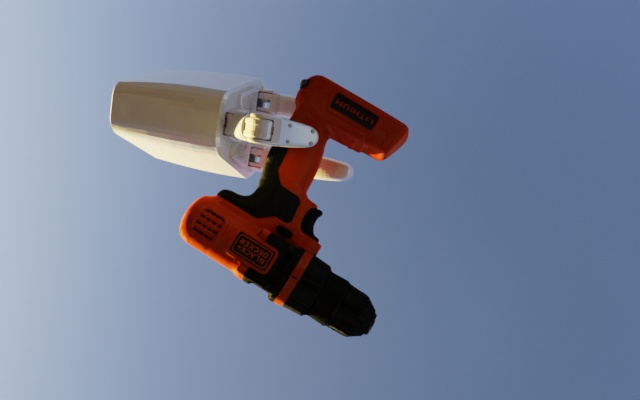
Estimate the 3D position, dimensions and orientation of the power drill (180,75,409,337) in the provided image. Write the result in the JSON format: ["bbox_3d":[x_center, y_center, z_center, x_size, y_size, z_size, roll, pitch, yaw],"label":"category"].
[{"bbox_3d":[0.000,0.001,0.416,0.184,0.187,0.057,32,-11,-1],"label":"power drill"}]
